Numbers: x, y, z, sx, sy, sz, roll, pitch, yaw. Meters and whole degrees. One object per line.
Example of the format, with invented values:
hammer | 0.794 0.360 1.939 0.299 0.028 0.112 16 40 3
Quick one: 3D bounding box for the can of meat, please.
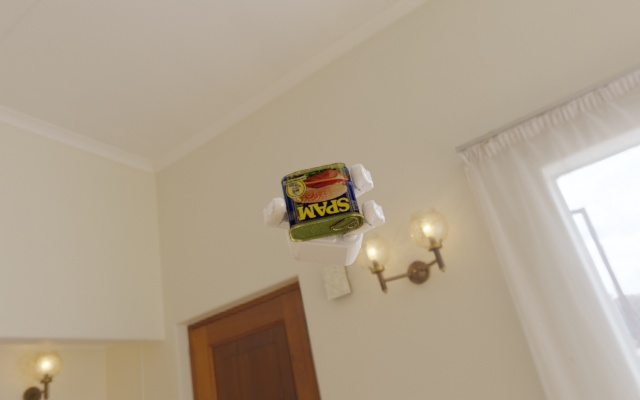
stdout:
can of meat | 0.000 0.002 0.657 0.102 0.084 0.057 -12 -25 -2
